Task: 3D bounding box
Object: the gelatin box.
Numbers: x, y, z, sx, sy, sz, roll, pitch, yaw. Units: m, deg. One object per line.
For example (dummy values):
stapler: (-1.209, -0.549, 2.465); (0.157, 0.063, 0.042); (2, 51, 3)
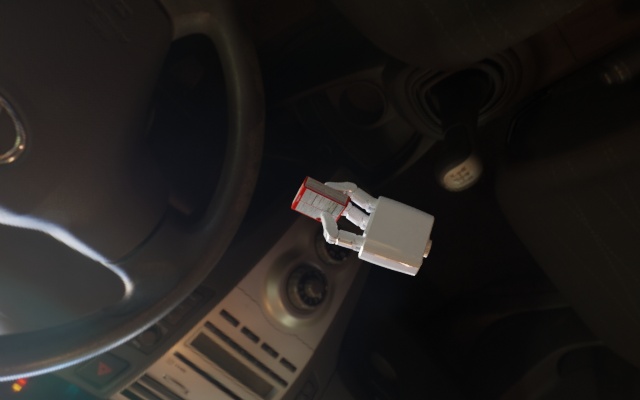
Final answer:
gelatin box: (0.000, 0.003, 0.876); (0.089, 0.030, 0.073); (25, -39, -6)
